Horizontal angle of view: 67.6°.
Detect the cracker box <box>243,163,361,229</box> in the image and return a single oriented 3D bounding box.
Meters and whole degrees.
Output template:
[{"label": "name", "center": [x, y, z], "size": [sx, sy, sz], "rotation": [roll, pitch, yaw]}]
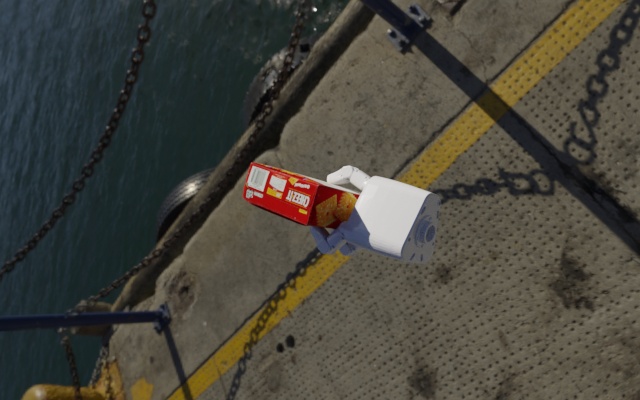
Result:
[{"label": "cracker box", "center": [0.000, 0.002, 0.819], "size": [0.164, 0.072, 0.214], "rotation": [20, 4, 41]}]
